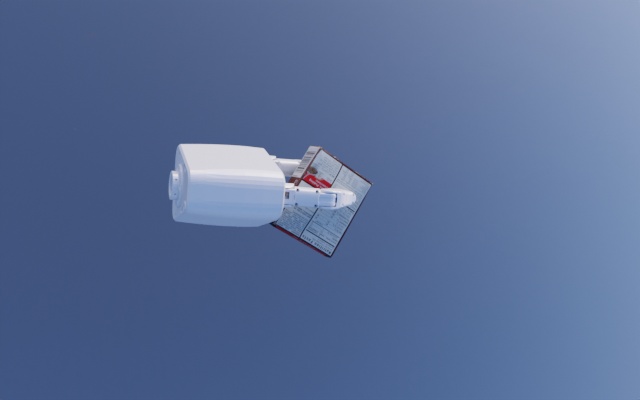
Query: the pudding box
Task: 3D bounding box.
[{"bbox_3d":[0.000,0.002,0.598,0.090,0.113,0.039,33,-6,-23],"label":"pudding box"}]
